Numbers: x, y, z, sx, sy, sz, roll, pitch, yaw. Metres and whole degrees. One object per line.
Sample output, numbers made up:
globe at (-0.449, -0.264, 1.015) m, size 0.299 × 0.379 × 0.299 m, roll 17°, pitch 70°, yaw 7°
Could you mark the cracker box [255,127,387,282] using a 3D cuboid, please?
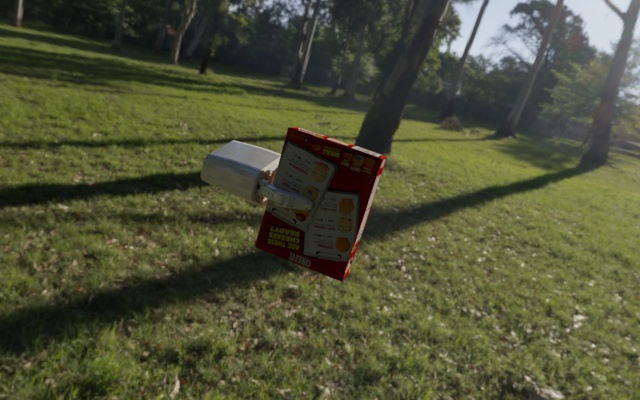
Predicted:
cracker box at (0.000, 0.002, 0.800) m, size 0.164 × 0.214 × 0.072 m, roll 20°, pitch 14°, yaw 14°
